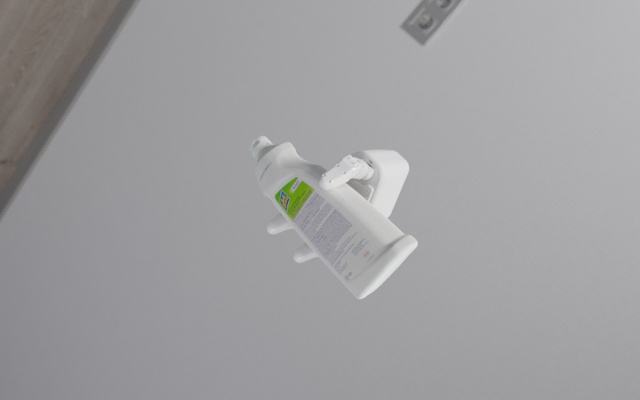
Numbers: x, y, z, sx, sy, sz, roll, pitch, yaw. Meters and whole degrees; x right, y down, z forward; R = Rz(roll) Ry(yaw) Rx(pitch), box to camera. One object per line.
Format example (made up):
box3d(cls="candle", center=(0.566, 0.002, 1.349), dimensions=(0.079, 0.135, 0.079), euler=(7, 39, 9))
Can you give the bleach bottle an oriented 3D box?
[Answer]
box3d(cls="bleach bottle", center=(0.000, 0.002, 0.617), dimensions=(0.250, 0.103, 0.068), euler=(46, 27, 18))
